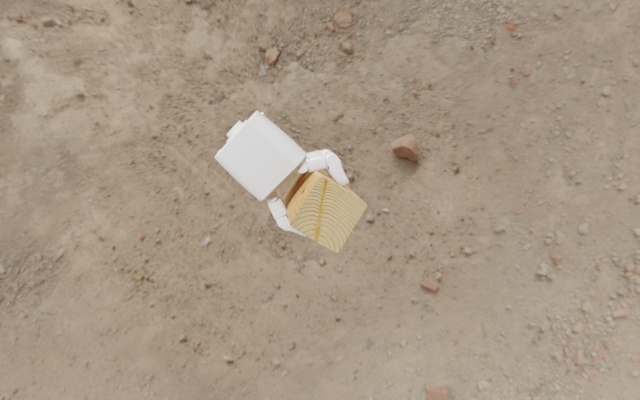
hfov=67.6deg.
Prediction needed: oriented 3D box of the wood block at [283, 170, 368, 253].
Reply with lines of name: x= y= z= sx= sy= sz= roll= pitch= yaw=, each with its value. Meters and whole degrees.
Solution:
wood block: x=0.000 y=0.003 z=0.816 sx=0.090 sy=0.091 sz=0.206 roll=31 pitch=6 yaw=-12
